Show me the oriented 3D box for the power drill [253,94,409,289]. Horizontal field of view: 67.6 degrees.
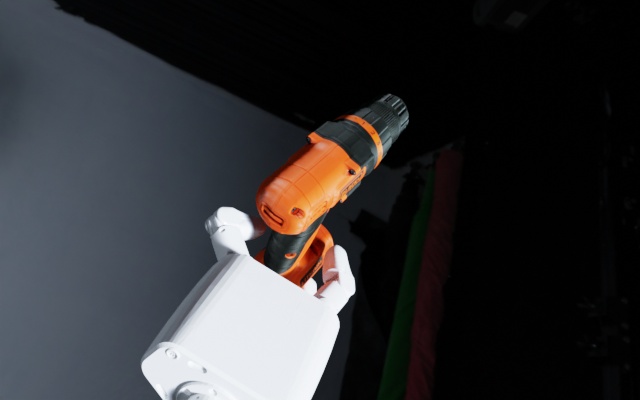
[{"bbox_3d":[0.000,0.002,0.439,0.057,0.188,0.184,38,50,14],"label":"power drill"}]
